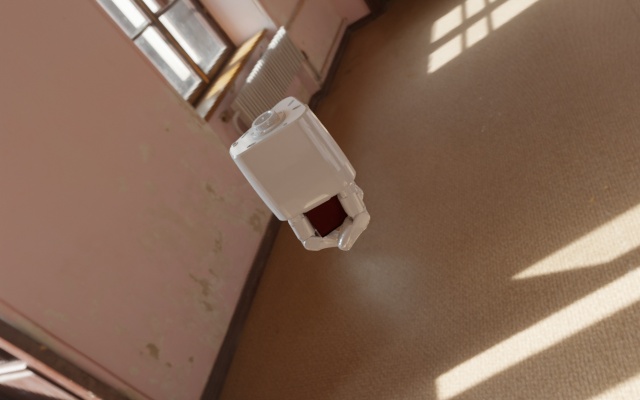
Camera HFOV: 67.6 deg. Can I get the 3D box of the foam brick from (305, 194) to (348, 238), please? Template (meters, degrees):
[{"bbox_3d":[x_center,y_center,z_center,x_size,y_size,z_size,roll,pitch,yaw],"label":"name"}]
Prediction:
[{"bbox_3d":[0.000,0.002,0.639,0.053,0.051,0.078,-36,29,-2],"label":"foam brick"}]
